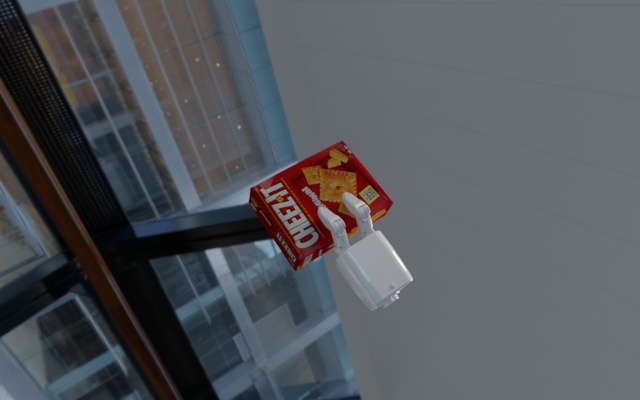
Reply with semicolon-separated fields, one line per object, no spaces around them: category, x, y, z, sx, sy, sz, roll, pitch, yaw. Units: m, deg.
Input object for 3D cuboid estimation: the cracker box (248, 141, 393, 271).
cracker box;0.000;0.003;0.887;0.213;0.164;0.072;-29;-18;-22
